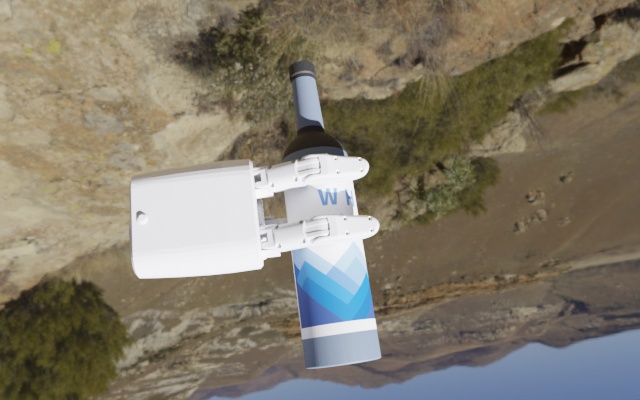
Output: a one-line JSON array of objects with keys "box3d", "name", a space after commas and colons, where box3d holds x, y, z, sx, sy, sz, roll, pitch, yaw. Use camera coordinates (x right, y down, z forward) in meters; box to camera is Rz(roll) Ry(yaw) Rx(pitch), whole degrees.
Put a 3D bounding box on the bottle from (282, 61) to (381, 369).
[{"box3d": [0.000, 0.002, 0.456, 0.069, 0.295, 0.069, -7, -16, -2], "name": "bottle"}]
